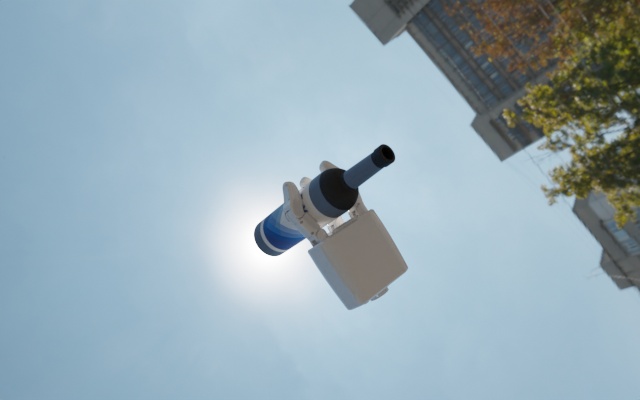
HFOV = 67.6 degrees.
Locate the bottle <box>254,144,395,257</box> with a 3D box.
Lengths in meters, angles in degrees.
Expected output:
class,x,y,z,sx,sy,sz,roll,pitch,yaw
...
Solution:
class,x,y,z,sx,sy,sz,roll,pitch,yaw
bottle,0.000,0.002,0.701,0.069,0.069,0.296,0,-25,-39
